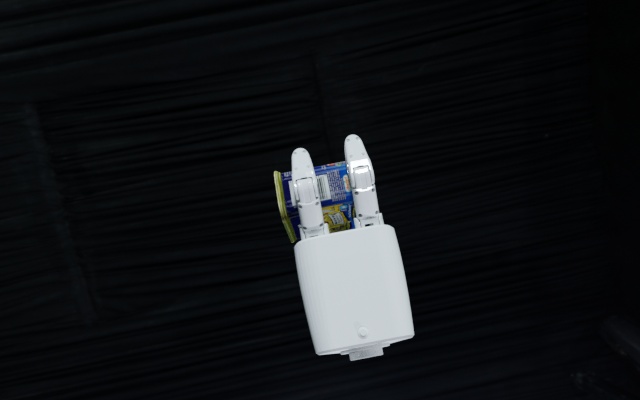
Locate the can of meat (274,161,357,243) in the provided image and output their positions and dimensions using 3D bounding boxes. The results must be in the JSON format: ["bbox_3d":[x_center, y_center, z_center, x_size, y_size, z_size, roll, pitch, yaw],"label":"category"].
[{"bbox_3d":[0.000,0.002,0.520,0.084,0.057,0.102,-10,-23,0],"label":"can of meat"}]
